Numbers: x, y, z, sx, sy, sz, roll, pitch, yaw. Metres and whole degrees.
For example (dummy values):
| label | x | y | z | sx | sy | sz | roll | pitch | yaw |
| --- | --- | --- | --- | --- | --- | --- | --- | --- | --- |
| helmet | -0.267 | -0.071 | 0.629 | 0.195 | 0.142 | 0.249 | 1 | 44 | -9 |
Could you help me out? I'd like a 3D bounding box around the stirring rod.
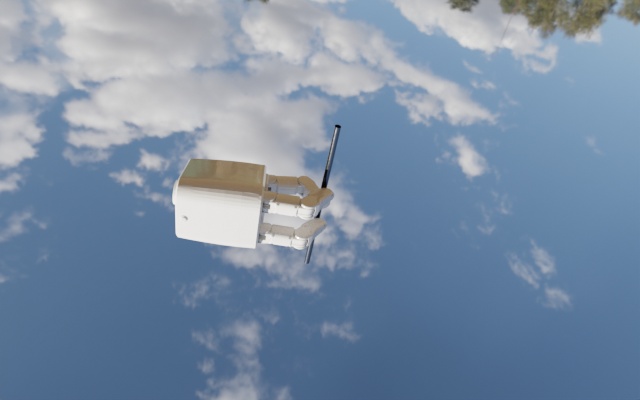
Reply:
| label | x | y | z | sx | sy | sz | roll | pitch | yaw |
| --- | --- | --- | --- | --- | --- | --- | --- | --- | --- |
| stirring rod | 0.000 | 0.002 | 0.649 | 0.011 | 0.240 | 0.011 | 8 | 39 | -6 |
